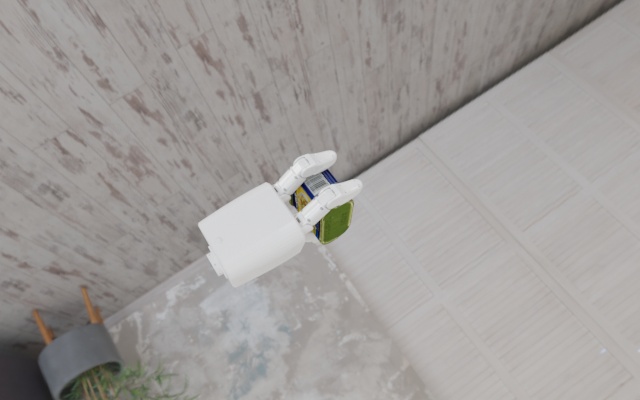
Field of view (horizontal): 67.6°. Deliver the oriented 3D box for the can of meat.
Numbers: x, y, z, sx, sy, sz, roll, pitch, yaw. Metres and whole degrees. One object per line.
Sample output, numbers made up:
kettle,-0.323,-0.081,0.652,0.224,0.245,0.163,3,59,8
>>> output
can of meat,0.000,0.002,0.667,0.057,0.084,0.102,-28,-27,-17
